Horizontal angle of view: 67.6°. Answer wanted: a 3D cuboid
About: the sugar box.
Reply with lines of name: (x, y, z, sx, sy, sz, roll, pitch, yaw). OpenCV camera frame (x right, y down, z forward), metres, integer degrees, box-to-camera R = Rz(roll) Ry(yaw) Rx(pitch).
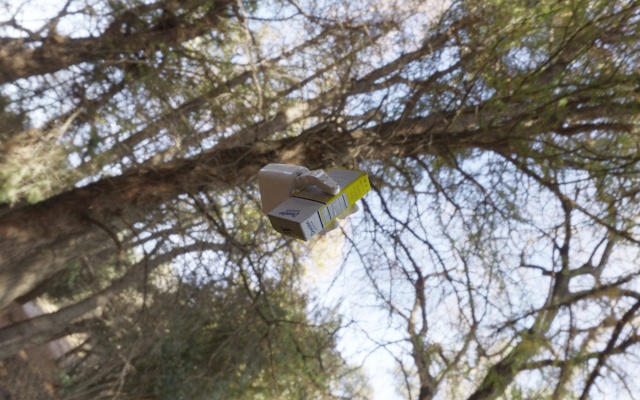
sugar box: (0.000, 0.003, 0.860, 0.093, 0.048, 0.176, 13, 43, 46)
